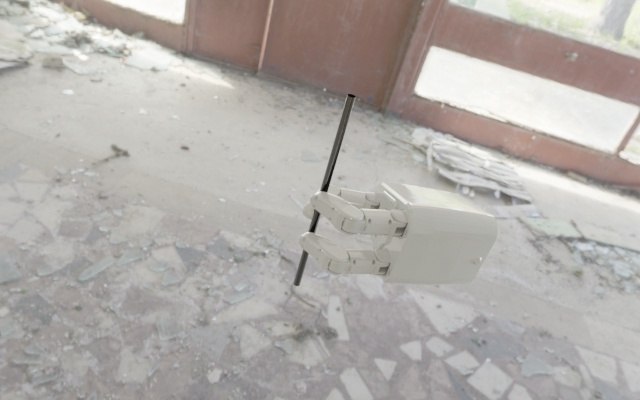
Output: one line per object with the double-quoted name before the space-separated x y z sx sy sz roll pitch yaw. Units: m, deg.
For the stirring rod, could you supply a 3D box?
"stirring rod" 0.000 0.002 0.500 0.011 0.240 0.011 11 33 -8
